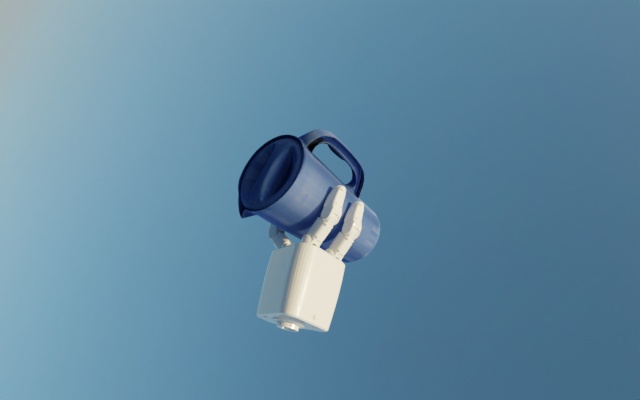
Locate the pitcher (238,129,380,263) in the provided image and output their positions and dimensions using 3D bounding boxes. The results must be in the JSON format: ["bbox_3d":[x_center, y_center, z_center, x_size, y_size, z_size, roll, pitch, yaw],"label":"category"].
[{"bbox_3d":[0.000,0.003,0.780,0.149,0.145,0.243,-9,-33,39],"label":"pitcher"}]
